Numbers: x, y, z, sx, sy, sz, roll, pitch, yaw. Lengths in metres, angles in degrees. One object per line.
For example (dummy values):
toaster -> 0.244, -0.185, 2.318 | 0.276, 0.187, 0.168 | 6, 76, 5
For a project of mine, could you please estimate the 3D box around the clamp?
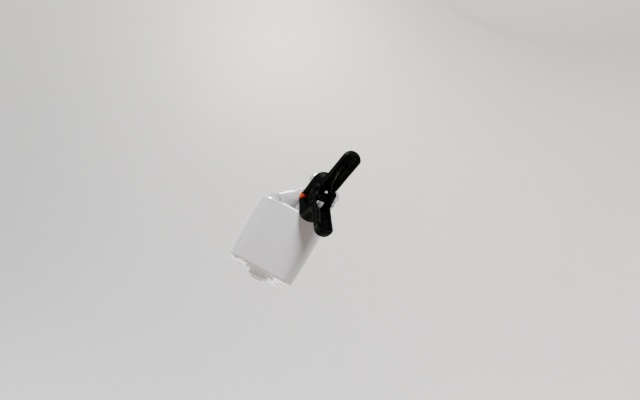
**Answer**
clamp -> 0.000, 0.002, 0.684 | 0.039, 0.120, 0.171 | 30, -19, -10
